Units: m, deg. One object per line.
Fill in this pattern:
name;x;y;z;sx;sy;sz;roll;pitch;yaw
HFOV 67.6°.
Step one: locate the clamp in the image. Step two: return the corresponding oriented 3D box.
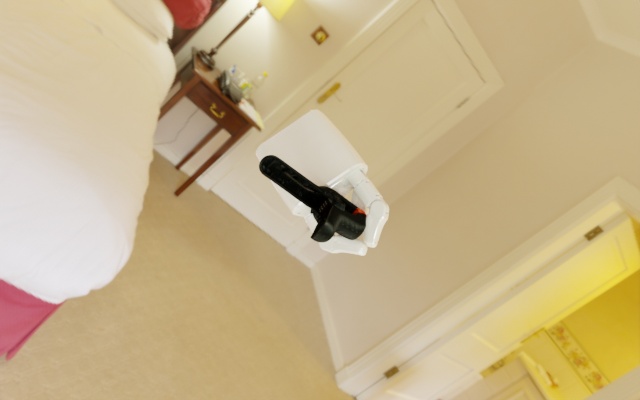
clamp;0.001;0.002;0.553;0.039;0.120;0.171;-40;-19;13
